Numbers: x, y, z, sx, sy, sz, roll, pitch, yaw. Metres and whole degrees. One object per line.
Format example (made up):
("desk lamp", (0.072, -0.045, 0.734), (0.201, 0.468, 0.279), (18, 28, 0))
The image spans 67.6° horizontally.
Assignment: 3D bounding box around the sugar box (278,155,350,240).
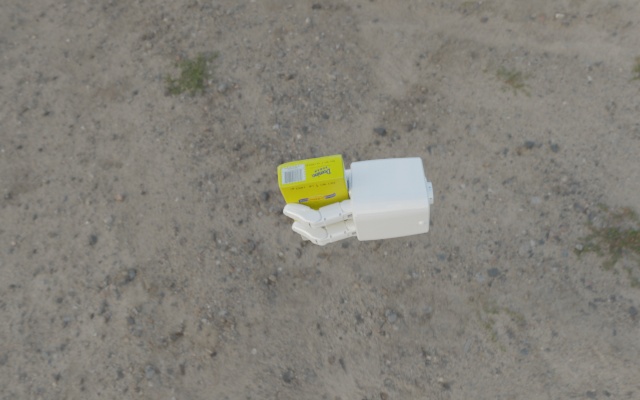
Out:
("sugar box", (0.000, 0.003, 0.728), (0.093, 0.048, 0.176), (-8, -33, 7))
